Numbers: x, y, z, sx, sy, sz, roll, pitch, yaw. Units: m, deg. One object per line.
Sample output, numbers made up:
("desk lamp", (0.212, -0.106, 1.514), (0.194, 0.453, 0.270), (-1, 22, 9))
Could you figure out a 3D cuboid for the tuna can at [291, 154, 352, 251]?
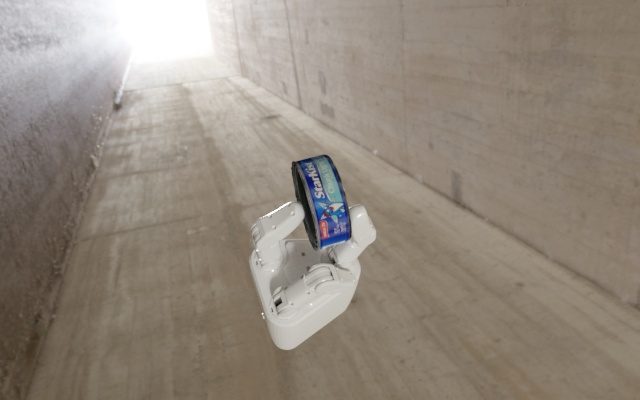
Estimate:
("tuna can", (0.001, 0.001, 0.443), (0.034, 0.086, 0.086), (-15, 2, -9))
